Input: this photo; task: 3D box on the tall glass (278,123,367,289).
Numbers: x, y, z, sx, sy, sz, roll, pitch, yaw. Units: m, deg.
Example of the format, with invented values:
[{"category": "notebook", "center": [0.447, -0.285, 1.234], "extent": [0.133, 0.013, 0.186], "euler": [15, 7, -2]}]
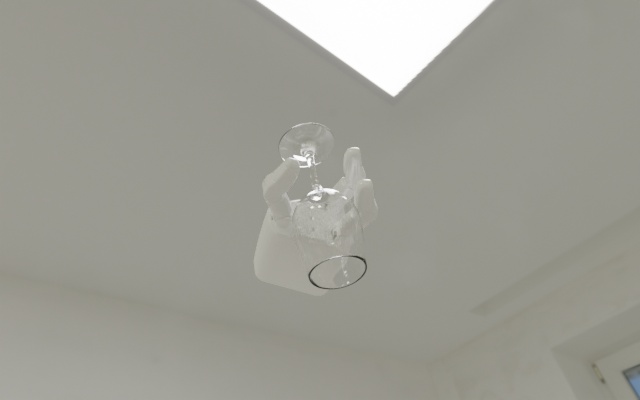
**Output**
[{"category": "tall glass", "center": [0.000, 0.001, 0.554], "extent": [0.079, 0.200, 0.079], "euler": [-8, -42, -7]}]
